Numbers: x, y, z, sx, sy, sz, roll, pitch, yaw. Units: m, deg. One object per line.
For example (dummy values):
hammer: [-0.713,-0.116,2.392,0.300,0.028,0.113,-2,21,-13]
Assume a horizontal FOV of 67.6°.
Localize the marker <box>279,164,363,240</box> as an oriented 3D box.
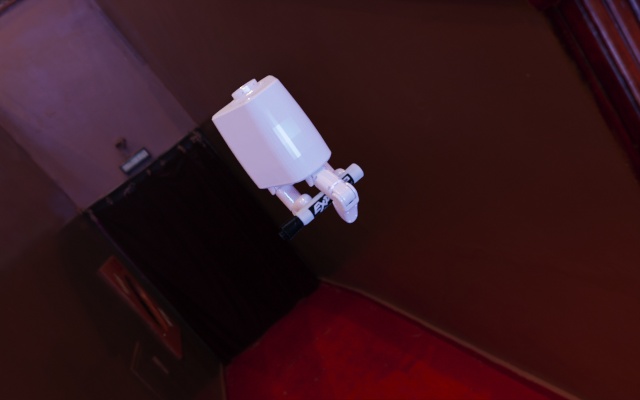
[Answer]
marker: [0.000,0.002,0.543,0.121,0.020,0.020,-41,13,-16]
